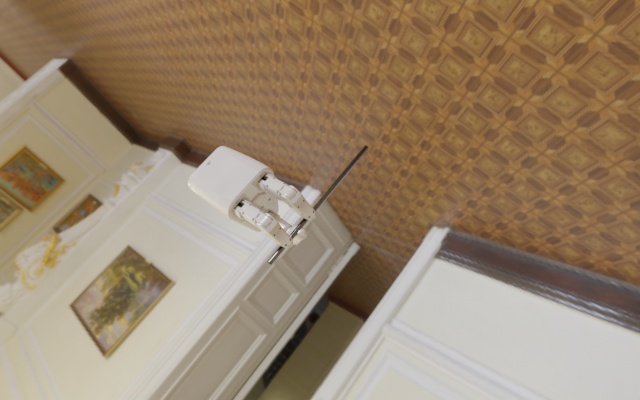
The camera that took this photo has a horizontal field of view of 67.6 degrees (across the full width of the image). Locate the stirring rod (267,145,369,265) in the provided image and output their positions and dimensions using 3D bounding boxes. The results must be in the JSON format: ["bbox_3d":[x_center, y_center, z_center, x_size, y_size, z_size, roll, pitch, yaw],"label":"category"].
[{"bbox_3d":[0.000,0.002,0.723,0.011,0.239,0.011,35,-19,14],"label":"stirring rod"}]
